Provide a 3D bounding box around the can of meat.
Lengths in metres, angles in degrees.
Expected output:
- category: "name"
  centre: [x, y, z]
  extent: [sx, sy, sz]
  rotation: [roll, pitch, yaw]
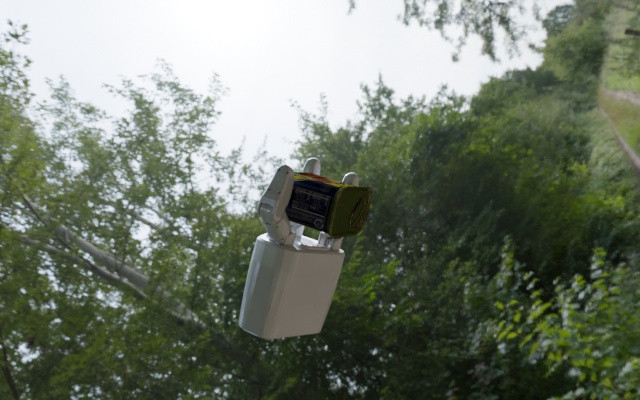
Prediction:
- category: "can of meat"
  centre: [0.000, 0.002, 0.542]
  extent: [0.084, 0.057, 0.102]
  rotation: [17, 8, 24]
